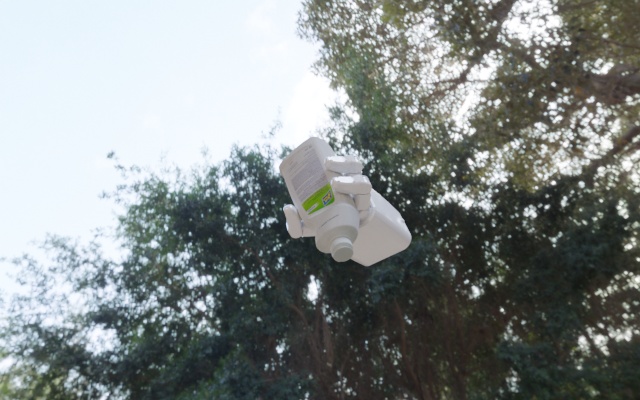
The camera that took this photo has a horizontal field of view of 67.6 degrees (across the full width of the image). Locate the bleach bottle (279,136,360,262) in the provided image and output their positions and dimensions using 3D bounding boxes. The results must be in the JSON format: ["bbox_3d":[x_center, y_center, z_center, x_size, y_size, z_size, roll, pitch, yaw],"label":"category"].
[{"bbox_3d":[0.000,0.002,0.750,0.068,0.102,0.250,36,23,-34],"label":"bleach bottle"}]
